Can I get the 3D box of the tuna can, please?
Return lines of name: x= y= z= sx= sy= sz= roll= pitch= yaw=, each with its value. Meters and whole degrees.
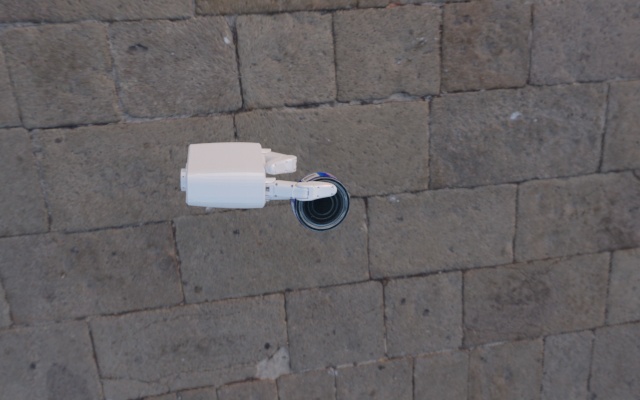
tuna can: x=0.000 y=0.002 z=0.706 sx=0.086 sy=0.086 sz=0.033 roll=0 pitch=14 yaw=-15
